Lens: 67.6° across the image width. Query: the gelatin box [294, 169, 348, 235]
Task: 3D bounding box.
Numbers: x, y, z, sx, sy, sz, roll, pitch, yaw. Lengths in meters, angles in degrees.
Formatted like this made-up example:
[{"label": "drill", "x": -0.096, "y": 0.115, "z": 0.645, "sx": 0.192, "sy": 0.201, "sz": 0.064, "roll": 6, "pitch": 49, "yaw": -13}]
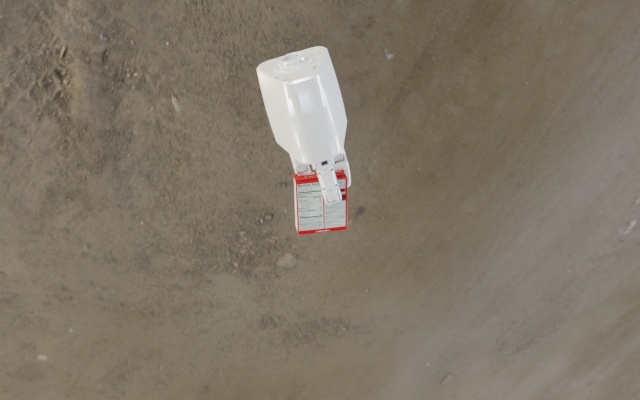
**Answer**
[{"label": "gelatin box", "x": 0.000, "y": 0.003, "z": 0.680, "sx": 0.073, "sy": 0.089, "sz": 0.030, "roll": -6, "pitch": 29, "yaw": -8}]
